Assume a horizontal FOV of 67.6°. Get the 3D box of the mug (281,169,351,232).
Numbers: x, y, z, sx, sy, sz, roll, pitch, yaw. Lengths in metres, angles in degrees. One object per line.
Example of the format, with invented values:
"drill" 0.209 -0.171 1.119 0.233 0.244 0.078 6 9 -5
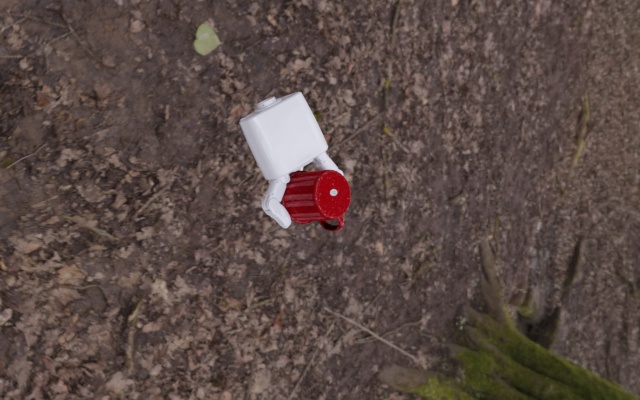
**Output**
"mug" 0.001 0.004 0.790 0.081 0.117 0.093 -5 29 48
